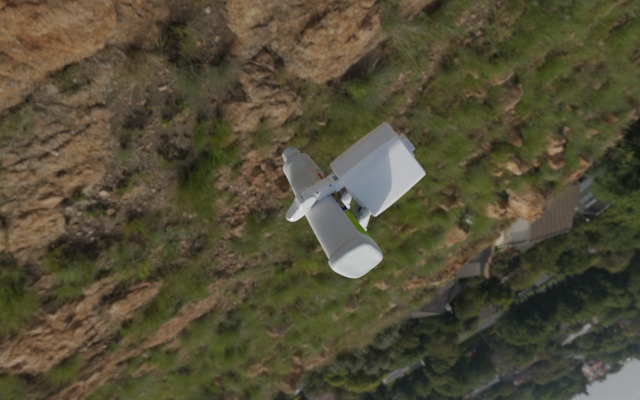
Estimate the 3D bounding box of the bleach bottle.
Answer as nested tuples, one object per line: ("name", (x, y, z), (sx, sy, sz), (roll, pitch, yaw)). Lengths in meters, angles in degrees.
("bleach bottle", (0.000, 0.003, 0.761), (0.068, 0.250, 0.103), (-39, -32, 9))
